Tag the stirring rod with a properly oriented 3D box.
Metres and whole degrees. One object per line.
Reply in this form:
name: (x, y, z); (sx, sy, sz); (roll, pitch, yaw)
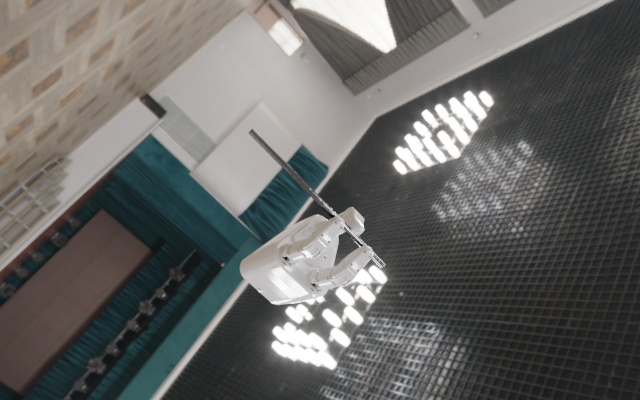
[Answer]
stirring rod: (0.000, 0.002, 0.585); (0.239, 0.011, 0.011); (46, -16, -16)
